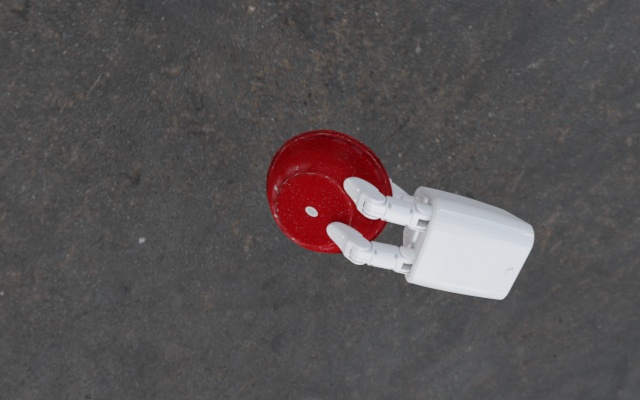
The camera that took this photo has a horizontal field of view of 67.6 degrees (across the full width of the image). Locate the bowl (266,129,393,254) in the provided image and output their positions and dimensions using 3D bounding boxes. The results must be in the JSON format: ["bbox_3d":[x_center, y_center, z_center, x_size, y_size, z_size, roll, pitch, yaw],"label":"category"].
[{"bbox_3d":[-0.001,0.002,0.561,0.162,0.162,0.055,0,22,20],"label":"bowl"}]
